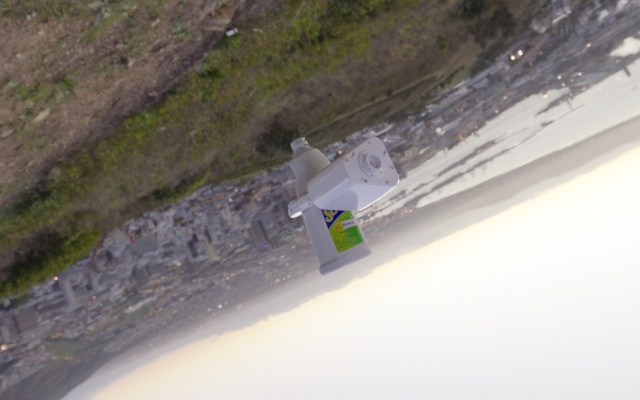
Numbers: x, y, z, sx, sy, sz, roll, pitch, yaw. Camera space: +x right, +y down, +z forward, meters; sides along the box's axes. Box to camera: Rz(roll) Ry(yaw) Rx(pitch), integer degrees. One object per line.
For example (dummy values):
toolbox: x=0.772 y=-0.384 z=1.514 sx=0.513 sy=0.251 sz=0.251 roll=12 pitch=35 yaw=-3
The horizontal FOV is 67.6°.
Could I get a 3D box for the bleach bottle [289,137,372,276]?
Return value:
bleach bottle: x=0.000 y=0.003 z=0.878 sx=0.102 sy=0.251 sz=0.068 roll=-17 pitch=-11 yaw=-37
